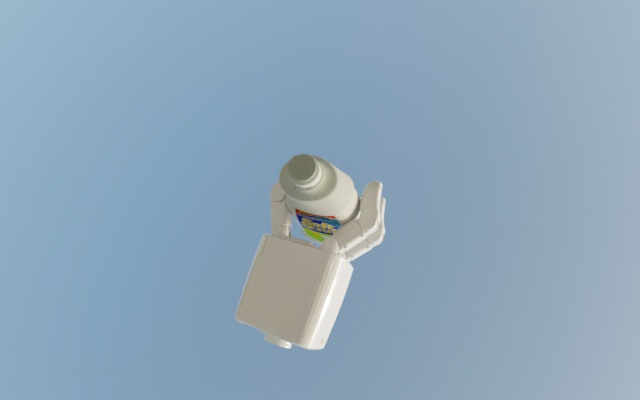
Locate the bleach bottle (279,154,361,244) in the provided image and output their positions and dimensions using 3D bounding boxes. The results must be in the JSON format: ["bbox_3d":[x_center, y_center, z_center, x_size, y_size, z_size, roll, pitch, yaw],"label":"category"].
[{"bbox_3d":[0.000,0.002,0.572,0.102,0.068,0.251,17,-12,17],"label":"bleach bottle"}]
